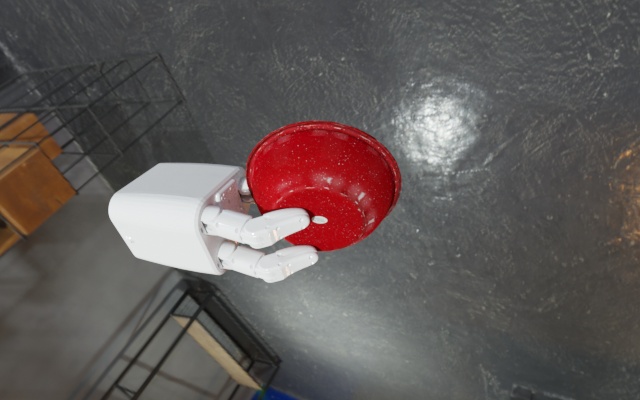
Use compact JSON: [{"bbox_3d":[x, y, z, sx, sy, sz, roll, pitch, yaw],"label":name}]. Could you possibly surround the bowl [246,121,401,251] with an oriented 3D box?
[{"bbox_3d":[0.001,0.002,0.476,0.162,0.055,0.162,4,-45,3],"label":"bowl"}]
